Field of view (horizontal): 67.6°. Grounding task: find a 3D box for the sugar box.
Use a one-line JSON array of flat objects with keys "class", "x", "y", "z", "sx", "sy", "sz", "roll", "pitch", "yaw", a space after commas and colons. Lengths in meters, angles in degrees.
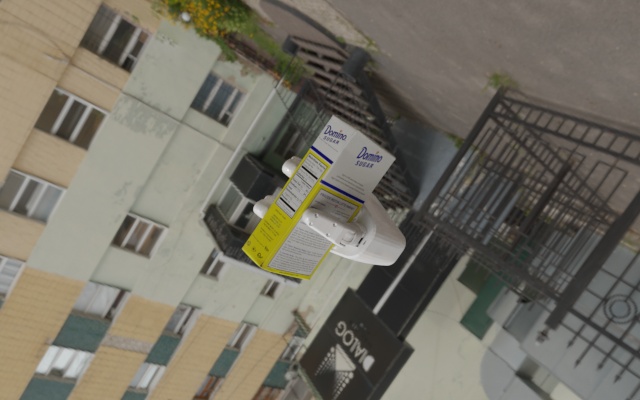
[{"class": "sugar box", "x": 0.000, "y": 0.002, "z": 0.526, "sx": 0.048, "sy": 0.176, "sz": 0.093, "roll": 38, "pitch": 8, "yaw": 36}]
